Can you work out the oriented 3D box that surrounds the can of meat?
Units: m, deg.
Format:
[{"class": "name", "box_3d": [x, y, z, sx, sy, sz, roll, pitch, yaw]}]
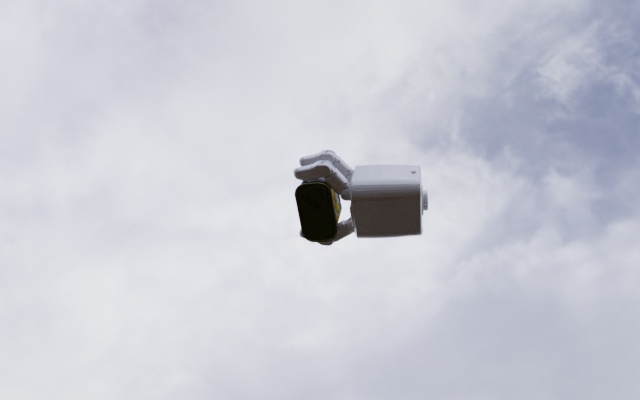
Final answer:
[{"class": "can of meat", "box_3d": [0.000, 0.002, 0.771, 0.057, 0.102, 0.084, -4, 25, 13]}]
